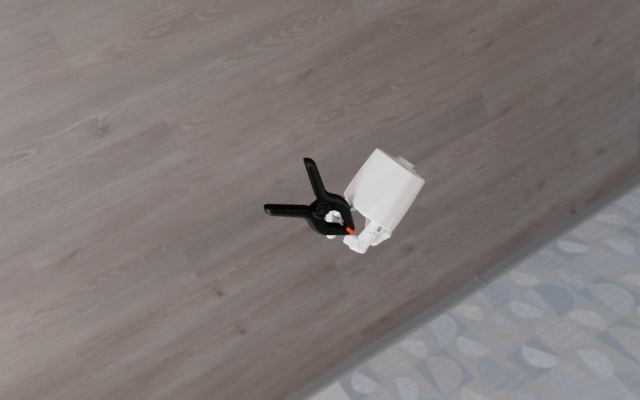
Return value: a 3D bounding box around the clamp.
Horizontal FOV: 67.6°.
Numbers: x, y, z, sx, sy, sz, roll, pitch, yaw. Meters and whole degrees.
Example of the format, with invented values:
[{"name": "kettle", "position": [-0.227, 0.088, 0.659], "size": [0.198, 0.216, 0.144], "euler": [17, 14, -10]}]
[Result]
[{"name": "clamp", "position": [0.000, 0.003, 0.832], "size": [0.171, 0.120, 0.039], "euler": [25, 23, -28]}]
